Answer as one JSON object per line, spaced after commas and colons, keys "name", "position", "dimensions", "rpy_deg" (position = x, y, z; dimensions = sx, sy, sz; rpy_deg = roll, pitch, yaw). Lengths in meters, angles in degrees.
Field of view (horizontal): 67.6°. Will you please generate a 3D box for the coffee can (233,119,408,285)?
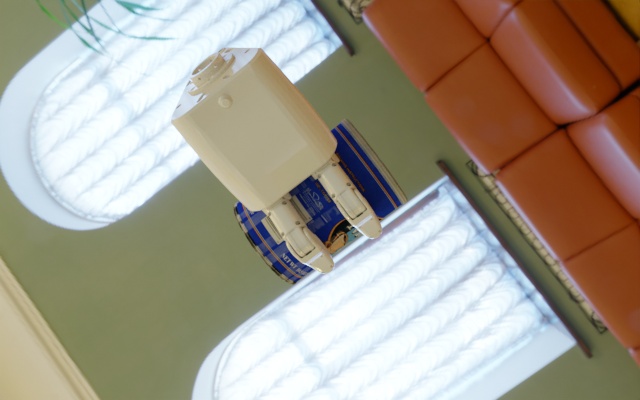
{"name": "coffee can", "position": [0.000, 0.002, 0.478], "dimensions": [0.140, 0.103, 0.103], "rpy_deg": [-37, -4, 5]}
